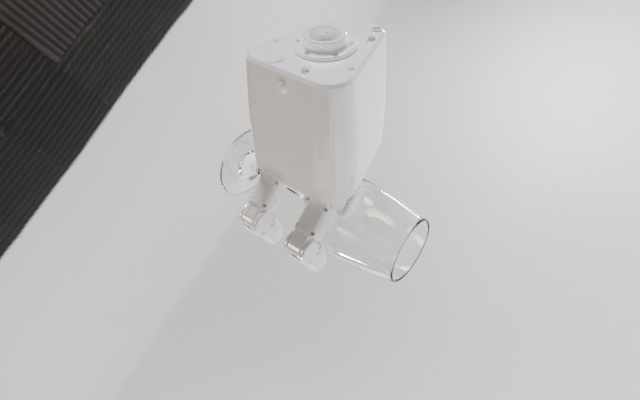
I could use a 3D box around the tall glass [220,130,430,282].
[{"bbox_3d":[0.000,0.001,0.455,0.201,0.079,0.079,29,14,27],"label":"tall glass"}]
